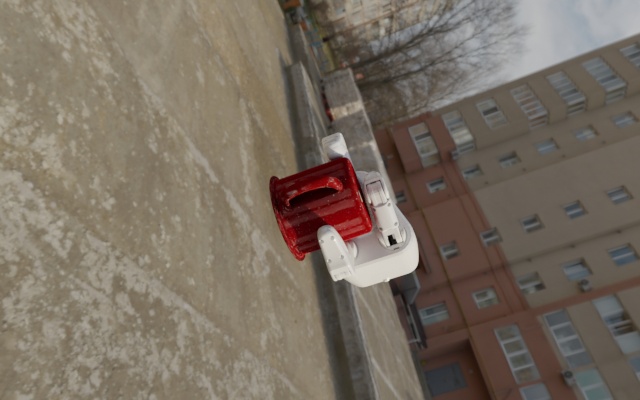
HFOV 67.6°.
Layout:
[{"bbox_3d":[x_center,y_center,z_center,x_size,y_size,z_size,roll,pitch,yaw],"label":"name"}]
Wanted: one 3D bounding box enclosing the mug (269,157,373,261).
[{"bbox_3d":[0.000,0.001,0.476,0.081,0.093,0.117,-19,-24,8],"label":"mug"}]
